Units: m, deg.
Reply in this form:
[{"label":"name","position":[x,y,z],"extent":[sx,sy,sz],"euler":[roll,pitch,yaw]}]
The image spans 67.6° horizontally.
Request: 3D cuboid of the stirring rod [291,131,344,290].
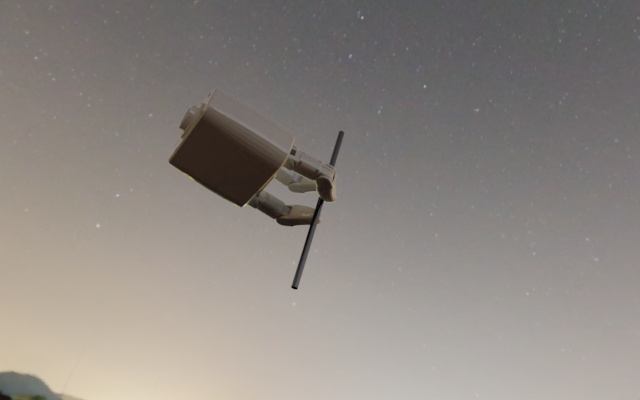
[{"label":"stirring rod","position":[0.000,0.002,0.603],"extent":[0.011,0.239,0.011],"euler":[12,-33,8]}]
